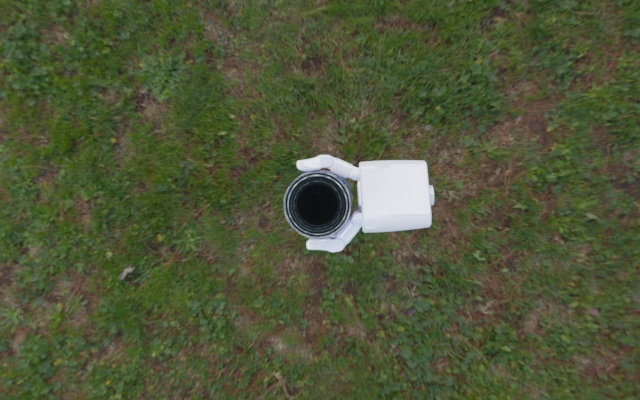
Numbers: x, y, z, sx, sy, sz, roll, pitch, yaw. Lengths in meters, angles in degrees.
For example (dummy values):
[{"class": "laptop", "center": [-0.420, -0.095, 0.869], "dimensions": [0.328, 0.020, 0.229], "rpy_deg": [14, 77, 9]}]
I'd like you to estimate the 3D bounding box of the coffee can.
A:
[{"class": "coffee can", "center": [0.000, 0.002, 0.780], "dimensions": [0.103, 0.103, 0.140], "rpy_deg": [0, 4, 4]}]
